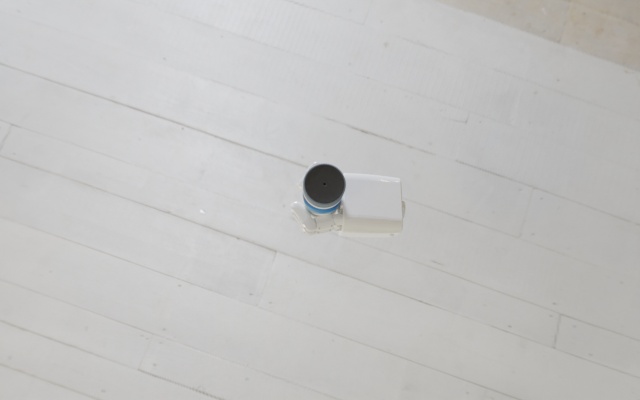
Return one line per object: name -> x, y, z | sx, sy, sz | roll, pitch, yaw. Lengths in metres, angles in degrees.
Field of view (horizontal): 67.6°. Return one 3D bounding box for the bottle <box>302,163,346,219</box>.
bottle -> 0.000, 0.003, 0.876 | 0.069, 0.069, 0.296 | 0, -11, -2
